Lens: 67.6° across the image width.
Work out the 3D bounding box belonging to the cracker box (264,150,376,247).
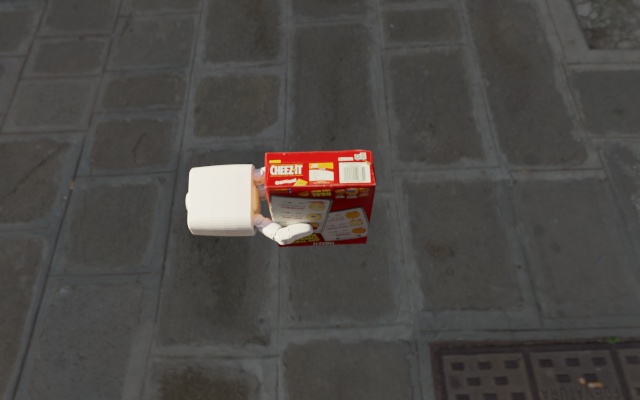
[{"bbox_3d":[0.000,0.003,0.792,0.164,0.072,0.214,-2,-29,0],"label":"cracker box"}]
